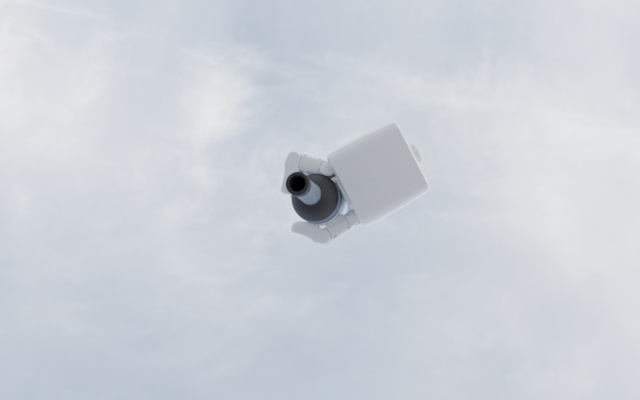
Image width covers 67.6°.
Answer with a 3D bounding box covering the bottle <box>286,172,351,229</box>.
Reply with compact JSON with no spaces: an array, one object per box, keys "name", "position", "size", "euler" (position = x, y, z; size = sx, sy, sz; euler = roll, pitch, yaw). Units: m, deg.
[{"name":"bottle","position":[0.000,0.002,0.680],"size":[0.069,0.069,0.296],"euler":[0,-8,10]}]
